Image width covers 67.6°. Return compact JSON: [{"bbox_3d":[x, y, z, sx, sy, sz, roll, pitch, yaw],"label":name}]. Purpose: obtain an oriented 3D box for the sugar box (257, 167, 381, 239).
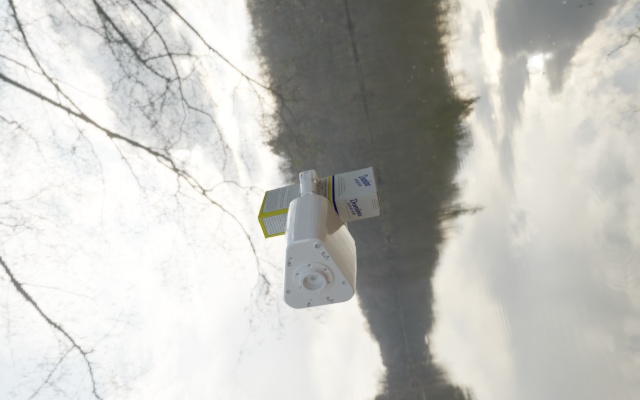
[{"bbox_3d":[0.000,0.003,0.718,0.176,0.048,0.093,-10,27,7],"label":"sugar box"}]
